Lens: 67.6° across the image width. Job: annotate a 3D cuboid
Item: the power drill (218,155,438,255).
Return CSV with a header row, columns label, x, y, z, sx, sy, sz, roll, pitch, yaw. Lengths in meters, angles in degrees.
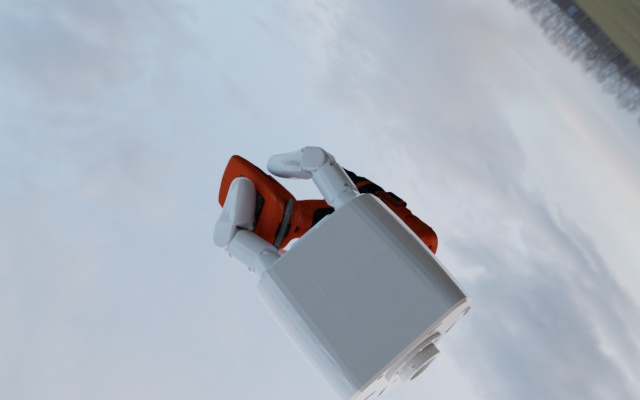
label,x,y,z,sx,sy,sz,roll,pitch,yaw
power drill,0.000,0.002,0.474,0.187,0.057,0.184,6,21,-36
